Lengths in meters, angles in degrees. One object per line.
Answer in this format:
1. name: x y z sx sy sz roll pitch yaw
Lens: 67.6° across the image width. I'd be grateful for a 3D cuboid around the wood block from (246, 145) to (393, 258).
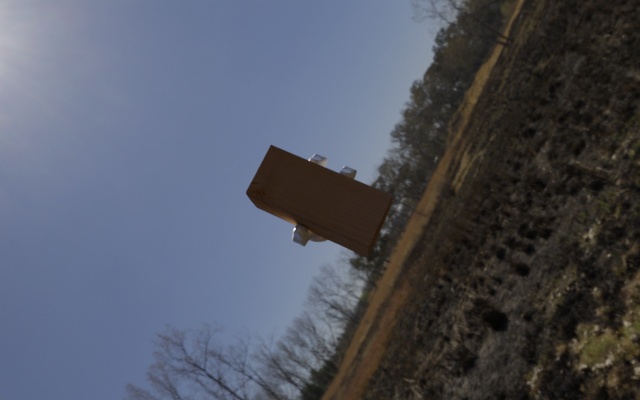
1. wood block: 0.000 0.003 0.759 0.206 0.091 0.090 23 -14 11
